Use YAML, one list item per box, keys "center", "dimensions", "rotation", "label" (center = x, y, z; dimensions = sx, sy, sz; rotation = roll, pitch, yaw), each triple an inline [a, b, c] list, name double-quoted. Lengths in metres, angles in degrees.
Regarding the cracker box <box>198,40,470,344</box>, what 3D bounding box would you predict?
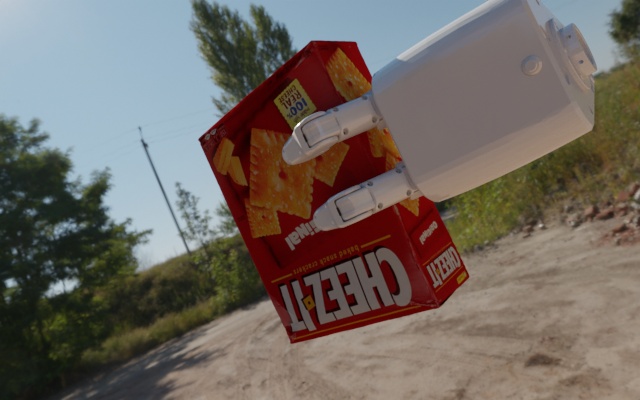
- center: [0.000, 0.001, 0.409]
  dimensions: [0.164, 0.213, 0.072]
  rotation: [-27, -3, 39]
  label: "cracker box"
